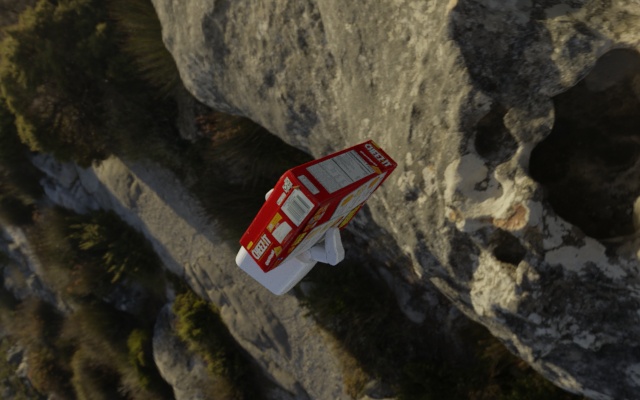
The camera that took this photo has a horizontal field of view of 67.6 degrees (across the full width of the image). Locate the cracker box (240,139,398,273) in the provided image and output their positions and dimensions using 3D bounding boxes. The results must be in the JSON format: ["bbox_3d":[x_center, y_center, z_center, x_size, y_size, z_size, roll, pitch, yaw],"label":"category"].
[{"bbox_3d":[0.000,0.003,0.721,0.213,0.072,0.164,-27,-20,-50],"label":"cracker box"}]
